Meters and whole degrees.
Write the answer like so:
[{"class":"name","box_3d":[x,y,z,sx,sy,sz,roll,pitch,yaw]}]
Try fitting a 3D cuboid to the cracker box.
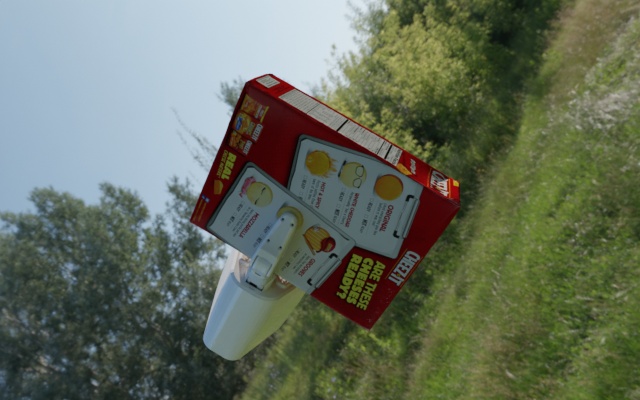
[{"class":"cracker box","box_3d":[0.000,0.002,0.467,0.213,0.164,0.072,30,28,2]}]
